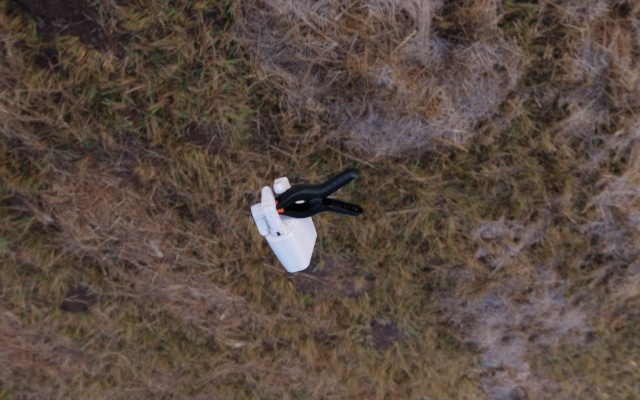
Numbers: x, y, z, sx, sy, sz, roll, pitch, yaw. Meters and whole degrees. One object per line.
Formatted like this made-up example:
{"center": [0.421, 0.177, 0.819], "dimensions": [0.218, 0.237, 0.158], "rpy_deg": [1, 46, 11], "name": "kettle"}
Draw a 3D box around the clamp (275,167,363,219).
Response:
{"center": [0.000, 0.003, 0.889], "dimensions": [0.171, 0.120, 0.039], "rpy_deg": [-14, 41, 10], "name": "clamp"}
